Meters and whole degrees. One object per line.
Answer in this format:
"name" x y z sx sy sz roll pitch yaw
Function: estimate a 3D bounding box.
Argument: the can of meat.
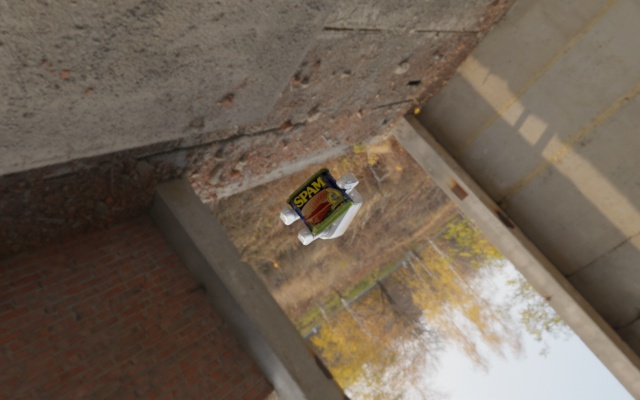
"can of meat" 0.000 0.003 0.899 0.102 0.084 0.057 -41 -13 9
